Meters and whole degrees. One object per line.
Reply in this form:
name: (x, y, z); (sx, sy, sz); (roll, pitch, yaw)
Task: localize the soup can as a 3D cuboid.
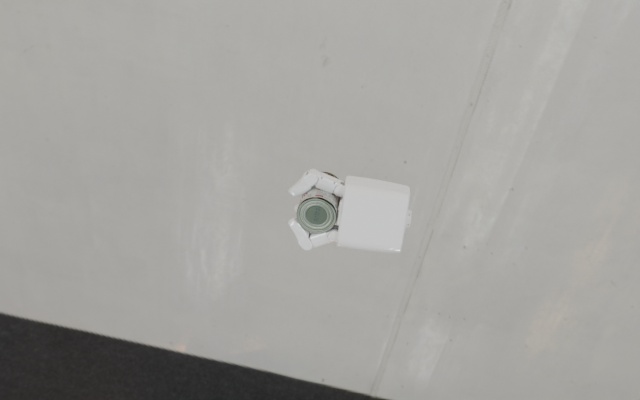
soup can: (0.000, 0.003, 0.810); (0.068, 0.068, 0.102); (0, 27, 8)
